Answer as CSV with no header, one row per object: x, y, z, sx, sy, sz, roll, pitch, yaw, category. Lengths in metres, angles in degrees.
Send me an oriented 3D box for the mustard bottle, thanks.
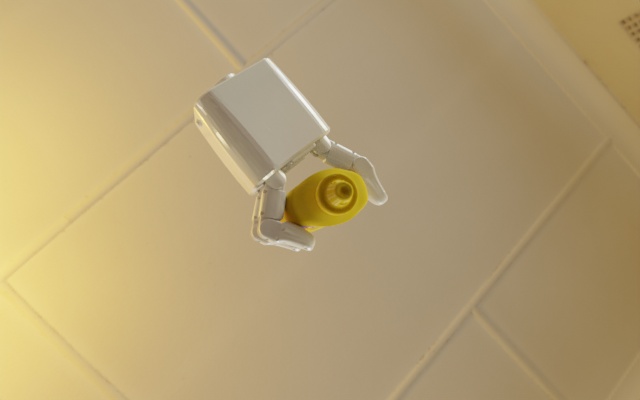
0.000,0.002,0.531,0.096,0.058,0.191,-14,-4,-14,mustard bottle
